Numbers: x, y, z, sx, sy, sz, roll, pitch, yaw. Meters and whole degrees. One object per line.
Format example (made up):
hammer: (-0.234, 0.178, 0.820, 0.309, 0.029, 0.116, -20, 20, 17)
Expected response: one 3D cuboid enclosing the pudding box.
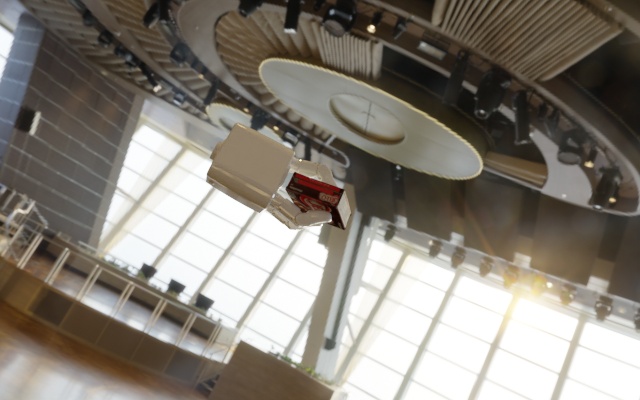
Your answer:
pudding box: (0.000, 0.002, 0.782, 0.090, 0.039, 0.113, 21, -14, 18)
